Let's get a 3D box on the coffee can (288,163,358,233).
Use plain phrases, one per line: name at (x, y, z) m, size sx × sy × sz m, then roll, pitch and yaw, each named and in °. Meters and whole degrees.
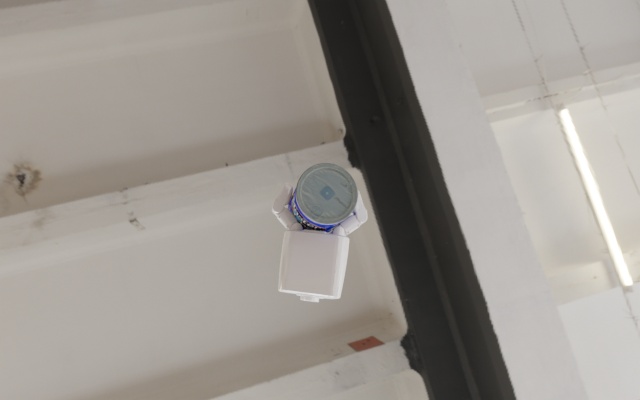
coffee can at (0.000, 0.003, 0.841) m, size 0.103 × 0.102 × 0.140 m, roll 0°, pitch -12°, yaw -9°
